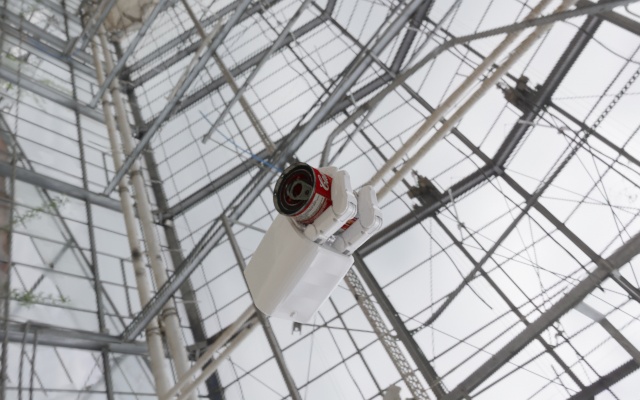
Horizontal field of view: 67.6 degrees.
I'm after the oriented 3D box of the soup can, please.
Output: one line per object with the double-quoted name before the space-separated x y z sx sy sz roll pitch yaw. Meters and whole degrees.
"soup can" 0.000 0.002 0.598 0.068 0.068 0.102 0 -19 43
